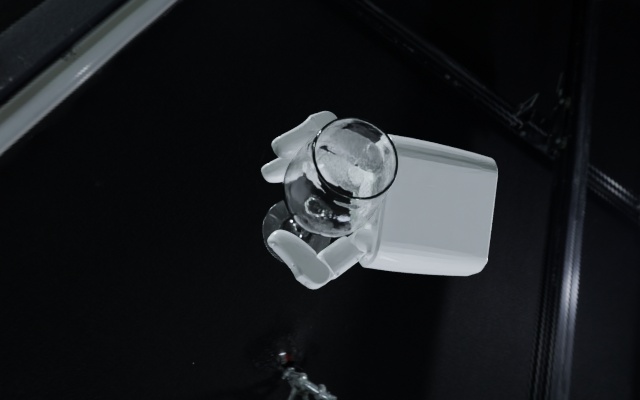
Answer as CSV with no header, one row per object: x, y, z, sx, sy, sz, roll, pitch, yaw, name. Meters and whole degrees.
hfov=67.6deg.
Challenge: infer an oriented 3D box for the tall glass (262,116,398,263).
0.000,0.002,0.415,0.079,0.079,0.201,0,-18,-15,tall glass
